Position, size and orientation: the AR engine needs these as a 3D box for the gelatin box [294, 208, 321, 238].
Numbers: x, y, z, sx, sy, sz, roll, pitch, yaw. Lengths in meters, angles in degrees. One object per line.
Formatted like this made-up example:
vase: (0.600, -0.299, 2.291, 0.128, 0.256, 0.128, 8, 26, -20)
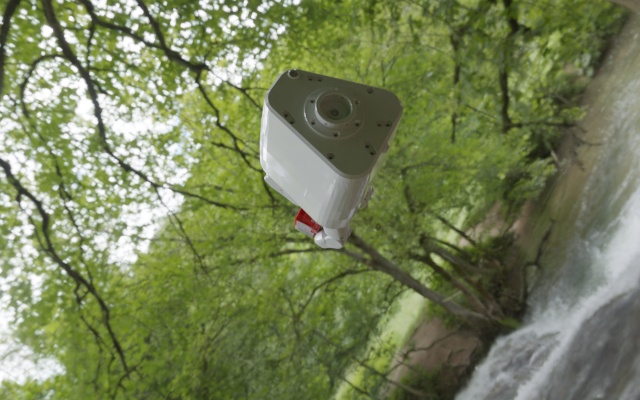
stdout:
gelatin box: (0.000, 0.002, 0.547, 0.030, 0.073, 0.089, 29, -10, 1)
